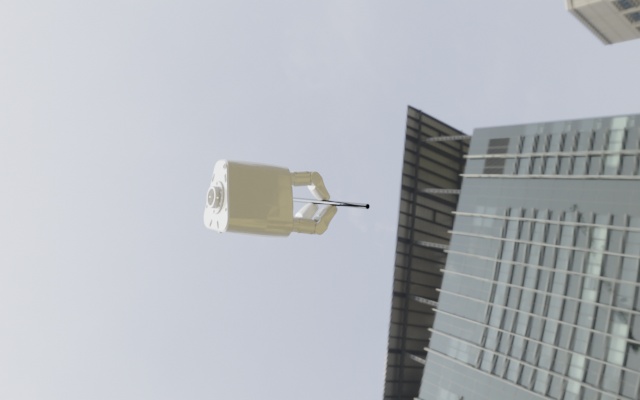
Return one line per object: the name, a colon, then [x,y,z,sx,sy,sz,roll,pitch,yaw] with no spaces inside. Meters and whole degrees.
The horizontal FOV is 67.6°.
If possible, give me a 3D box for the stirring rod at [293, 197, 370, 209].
stirring rod: [0.000,0.003,0.792,0.011,0.011,0.239,0,3,-35]
